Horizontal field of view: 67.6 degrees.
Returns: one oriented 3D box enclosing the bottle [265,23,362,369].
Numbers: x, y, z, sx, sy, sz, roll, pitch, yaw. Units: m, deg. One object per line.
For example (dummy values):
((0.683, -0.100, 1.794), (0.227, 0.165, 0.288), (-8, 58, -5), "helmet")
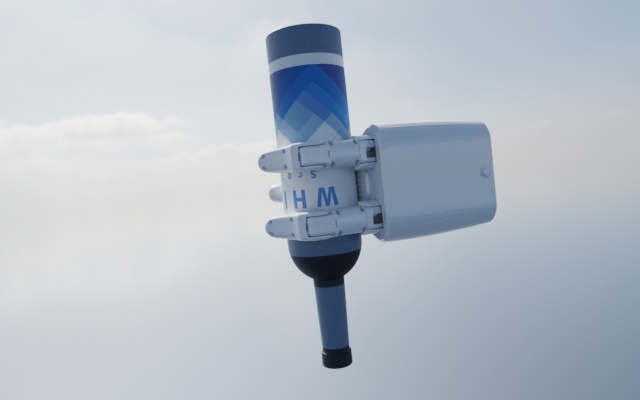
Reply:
((0.000, 0.001, 0.426), (0.069, 0.296, 0.069), (-6, 2, 0), "bottle")
